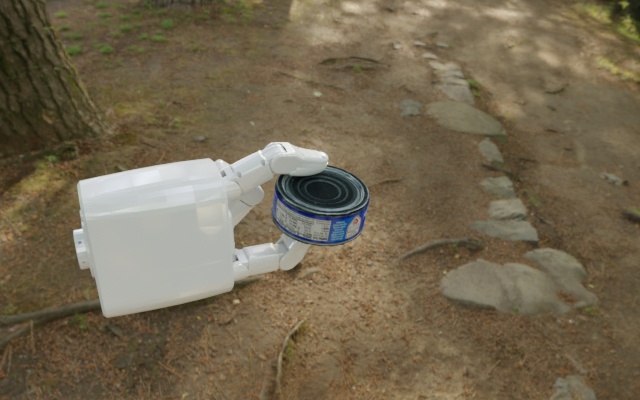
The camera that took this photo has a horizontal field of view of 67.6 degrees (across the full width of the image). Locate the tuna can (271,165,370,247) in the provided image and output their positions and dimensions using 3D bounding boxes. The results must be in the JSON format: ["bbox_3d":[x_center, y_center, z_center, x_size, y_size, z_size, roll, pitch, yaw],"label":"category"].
[{"bbox_3d":[0.000,0.001,0.427,0.086,0.034,0.086,7,33,-5],"label":"tuna can"}]
